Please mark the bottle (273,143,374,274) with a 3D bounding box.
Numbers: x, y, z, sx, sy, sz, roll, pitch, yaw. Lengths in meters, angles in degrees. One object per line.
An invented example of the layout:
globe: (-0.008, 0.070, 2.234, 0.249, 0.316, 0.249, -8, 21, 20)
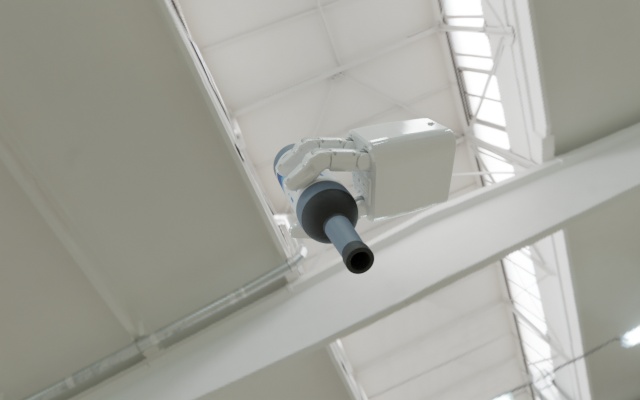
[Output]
bottle: (0.000, 0.002, 0.563, 0.069, 0.069, 0.295, 0, 21, -15)
